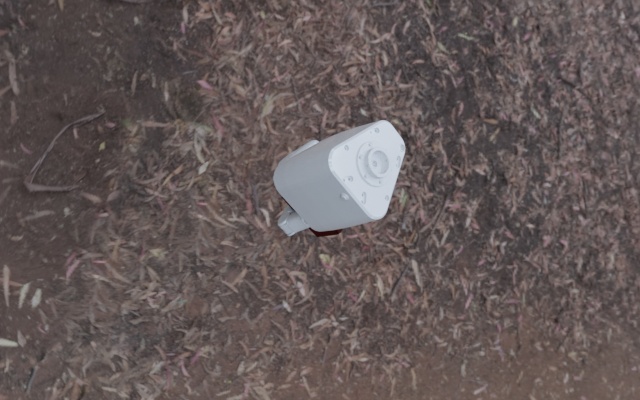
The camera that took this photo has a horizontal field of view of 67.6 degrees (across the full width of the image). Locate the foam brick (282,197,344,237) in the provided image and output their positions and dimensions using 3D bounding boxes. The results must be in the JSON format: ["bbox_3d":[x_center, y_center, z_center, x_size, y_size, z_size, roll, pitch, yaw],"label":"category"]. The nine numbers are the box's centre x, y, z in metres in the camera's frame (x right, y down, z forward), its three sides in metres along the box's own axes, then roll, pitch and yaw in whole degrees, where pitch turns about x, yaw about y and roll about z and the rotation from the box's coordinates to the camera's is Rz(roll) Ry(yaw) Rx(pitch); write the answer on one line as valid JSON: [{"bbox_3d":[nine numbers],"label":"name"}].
[{"bbox_3d":[0.000,0.002,0.618,0.051,0.078,0.053,-13,33,53],"label":"foam brick"}]
